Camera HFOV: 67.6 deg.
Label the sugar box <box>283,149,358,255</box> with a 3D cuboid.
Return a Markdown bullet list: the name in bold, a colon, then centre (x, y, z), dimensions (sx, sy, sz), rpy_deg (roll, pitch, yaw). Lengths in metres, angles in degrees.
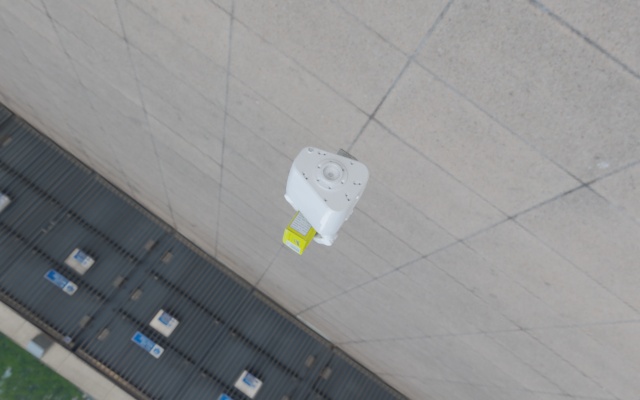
- **sugar box**: centre (0.001, 0.003, 0.830), dimensions (0.048, 0.176, 0.093), rpy_deg (34, -21, 5)
